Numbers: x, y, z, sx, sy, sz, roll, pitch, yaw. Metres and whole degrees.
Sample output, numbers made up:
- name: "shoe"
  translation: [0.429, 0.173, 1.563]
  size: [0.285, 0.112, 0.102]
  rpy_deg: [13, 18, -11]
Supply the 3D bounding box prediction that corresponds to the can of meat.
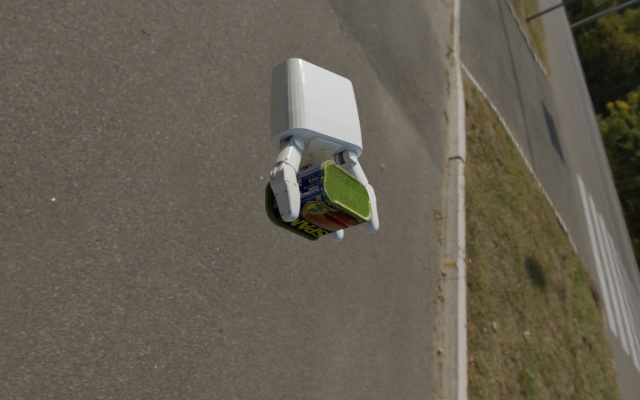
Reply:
- name: "can of meat"
  translation: [0.000, 0.002, 0.562]
  size: [0.084, 0.057, 0.102]
  rpy_deg: [-20, -31, 32]
